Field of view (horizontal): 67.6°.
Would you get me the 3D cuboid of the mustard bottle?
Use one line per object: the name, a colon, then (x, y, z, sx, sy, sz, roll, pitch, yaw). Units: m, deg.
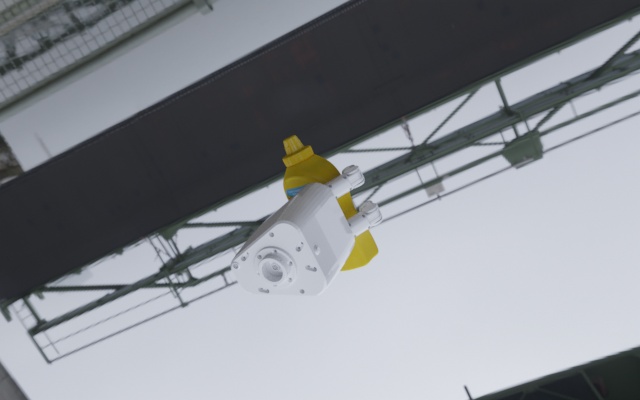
mustard bottle: (0.000, 0.002, 0.643, 0.058, 0.192, 0.096, -37, 16, -37)
